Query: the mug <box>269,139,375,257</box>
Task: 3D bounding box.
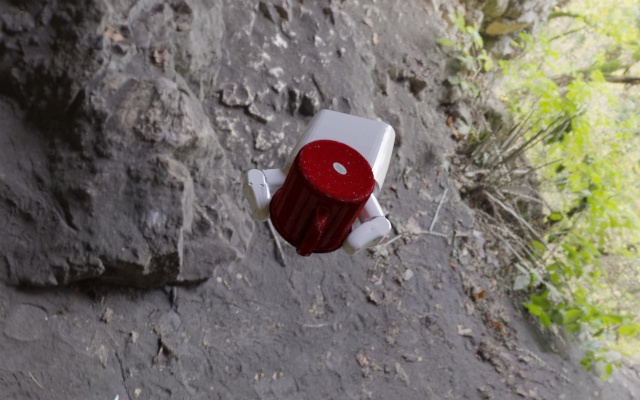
[{"bbox_3d":[0.000,0.002,0.471,0.093,0.117,0.081,24,-42,-4],"label":"mug"}]
